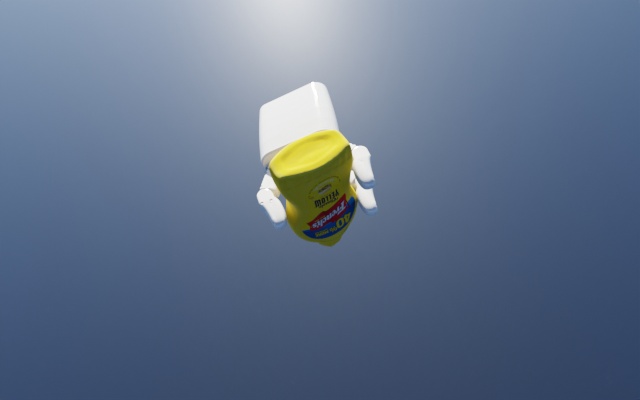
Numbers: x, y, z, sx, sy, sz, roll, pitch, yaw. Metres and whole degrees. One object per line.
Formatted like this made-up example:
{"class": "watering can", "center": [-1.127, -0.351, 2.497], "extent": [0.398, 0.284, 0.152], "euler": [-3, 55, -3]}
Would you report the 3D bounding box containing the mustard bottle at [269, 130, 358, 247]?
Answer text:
{"class": "mustard bottle", "center": [0.000, 0.002, 0.614], "extent": [0.096, 0.058, 0.192], "euler": [-29, -36, -12]}
